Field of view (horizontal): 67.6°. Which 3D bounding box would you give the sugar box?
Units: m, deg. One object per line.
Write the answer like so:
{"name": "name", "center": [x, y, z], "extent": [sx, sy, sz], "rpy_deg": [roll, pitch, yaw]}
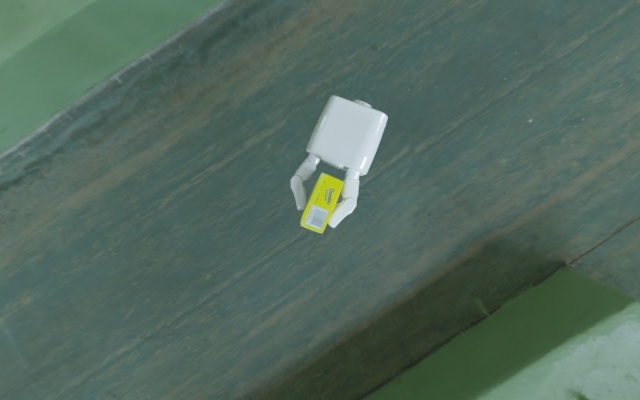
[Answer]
{"name": "sugar box", "center": [0.001, 0.003, 0.844], "extent": [0.048, 0.093, 0.176], "rpy_deg": [24, 1, 0]}
